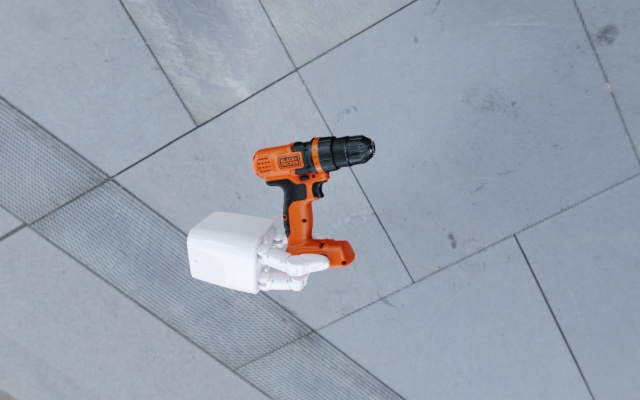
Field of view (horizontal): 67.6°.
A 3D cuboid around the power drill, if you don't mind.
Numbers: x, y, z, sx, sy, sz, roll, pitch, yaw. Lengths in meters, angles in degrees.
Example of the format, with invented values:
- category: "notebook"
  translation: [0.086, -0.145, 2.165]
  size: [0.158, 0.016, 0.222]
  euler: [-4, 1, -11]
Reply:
- category: "power drill"
  translation: [0.000, 0.003, 0.695]
  size: [0.184, 0.188, 0.057]
  euler: [-6, 9, 23]
